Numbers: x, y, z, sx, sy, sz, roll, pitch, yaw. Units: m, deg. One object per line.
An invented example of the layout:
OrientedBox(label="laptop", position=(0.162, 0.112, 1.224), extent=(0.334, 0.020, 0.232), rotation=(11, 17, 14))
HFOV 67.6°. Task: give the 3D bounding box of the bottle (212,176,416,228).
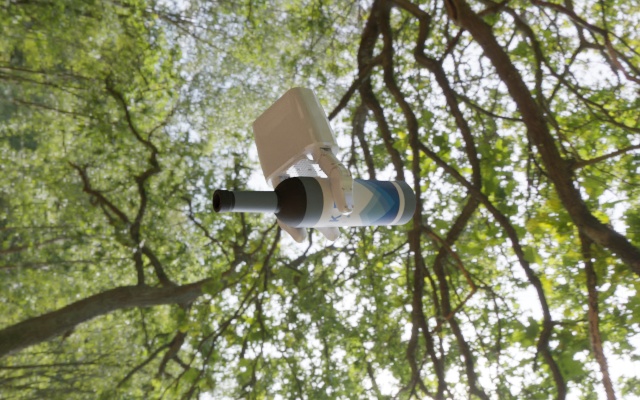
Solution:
OrientedBox(label="bottle", position=(0.000, 0.002, 0.636), extent=(0.296, 0.069, 0.069), rotation=(1, 0, -35))
